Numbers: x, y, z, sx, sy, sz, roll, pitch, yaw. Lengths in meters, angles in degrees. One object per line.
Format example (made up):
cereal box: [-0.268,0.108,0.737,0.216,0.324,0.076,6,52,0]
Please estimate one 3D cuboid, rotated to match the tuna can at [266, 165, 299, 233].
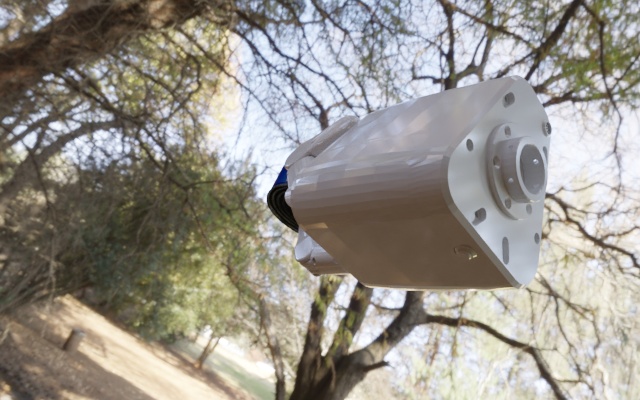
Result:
tuna can: [0.000,0.001,0.401,0.086,0.033,0.086,19,-29,11]
